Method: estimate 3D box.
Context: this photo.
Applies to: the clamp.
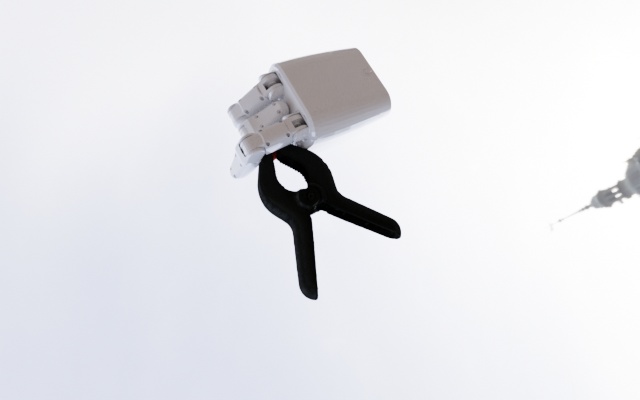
[{"bbox_3d":[0.000,0.002,0.487,0.120,0.171,0.039,-23,-14,-23],"label":"clamp"}]
